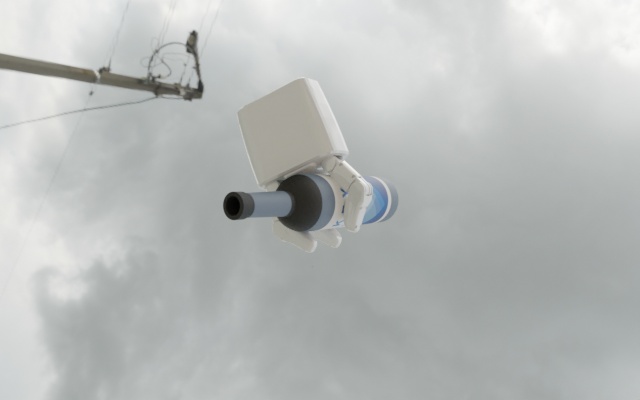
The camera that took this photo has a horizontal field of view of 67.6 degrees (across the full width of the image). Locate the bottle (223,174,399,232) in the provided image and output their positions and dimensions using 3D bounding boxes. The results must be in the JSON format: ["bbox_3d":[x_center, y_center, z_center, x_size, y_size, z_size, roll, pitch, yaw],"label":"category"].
[{"bbox_3d":[0.000,0.002,0.574,0.069,0.069,0.296,0,1,35],"label":"bottle"}]
